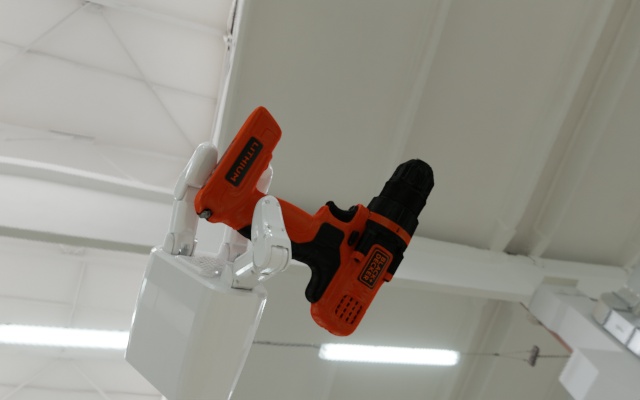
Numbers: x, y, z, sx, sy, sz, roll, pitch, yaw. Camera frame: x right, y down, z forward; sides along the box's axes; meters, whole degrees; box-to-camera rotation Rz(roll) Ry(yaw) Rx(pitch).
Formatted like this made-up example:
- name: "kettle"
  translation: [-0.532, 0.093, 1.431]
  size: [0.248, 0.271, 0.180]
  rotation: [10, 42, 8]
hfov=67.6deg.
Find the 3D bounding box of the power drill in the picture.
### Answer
- name: "power drill"
  translation: [0.000, 0.001, 0.426]
  size: [0.188, 0.184, 0.057]
  rotation: [35, -15, -13]
